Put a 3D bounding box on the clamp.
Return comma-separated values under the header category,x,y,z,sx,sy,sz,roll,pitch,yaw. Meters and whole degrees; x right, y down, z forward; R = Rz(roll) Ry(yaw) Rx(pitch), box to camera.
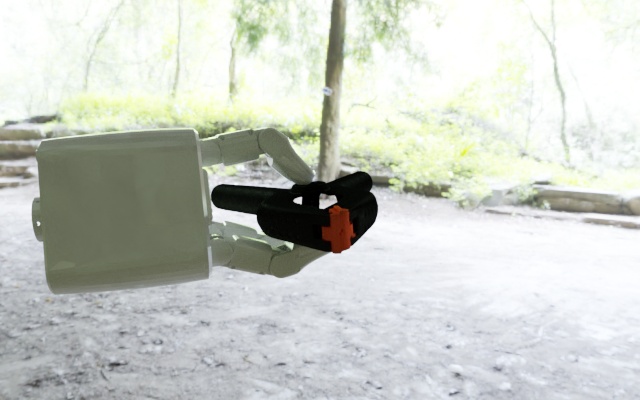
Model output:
category,x,y,z,sx,sy,sz,roll,pitch,yaw
clamp,0.000,0.001,0.406,0.164,0.036,0.210,-8,11,-18
